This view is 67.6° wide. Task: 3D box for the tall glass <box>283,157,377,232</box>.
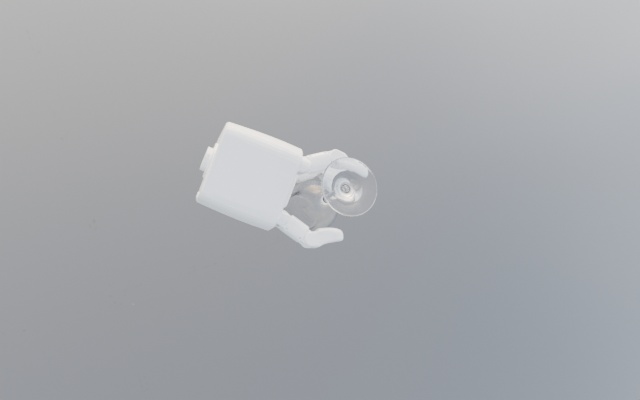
[{"bbox_3d":[0.000,0.002,0.671,0.079,0.079,0.201,0,-11,-21],"label":"tall glass"}]
